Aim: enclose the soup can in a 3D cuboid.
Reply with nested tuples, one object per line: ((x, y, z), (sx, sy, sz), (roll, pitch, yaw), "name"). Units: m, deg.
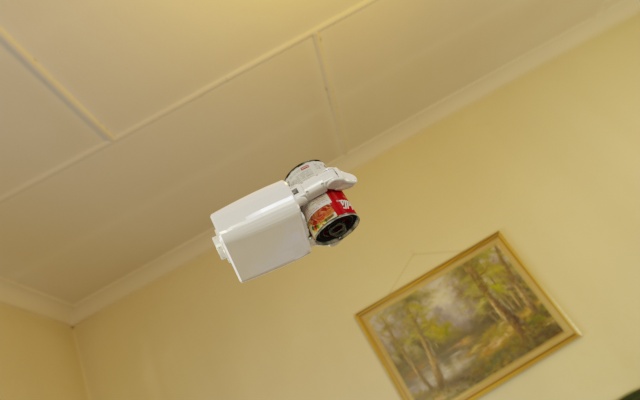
((0.000, 0.002, 0.661), (0.068, 0.102, 0.068), (-24, -29, -14), "soup can")
